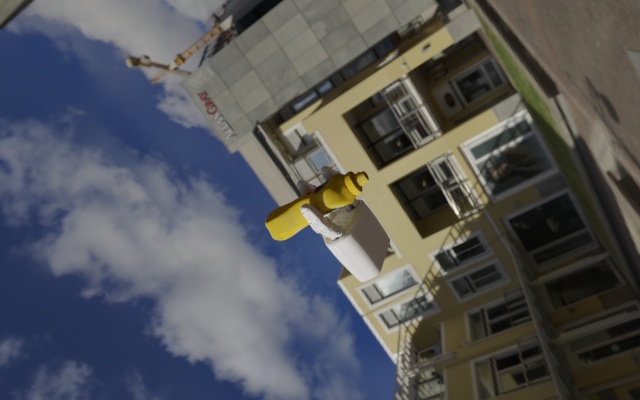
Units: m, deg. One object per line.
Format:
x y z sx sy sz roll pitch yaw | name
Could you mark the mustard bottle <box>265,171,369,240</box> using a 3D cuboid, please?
0.000 0.003 0.833 0.192 0.058 0.096 -29 0 22 | mustard bottle
